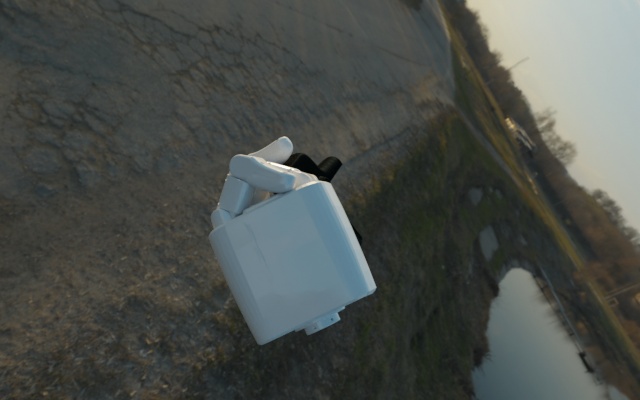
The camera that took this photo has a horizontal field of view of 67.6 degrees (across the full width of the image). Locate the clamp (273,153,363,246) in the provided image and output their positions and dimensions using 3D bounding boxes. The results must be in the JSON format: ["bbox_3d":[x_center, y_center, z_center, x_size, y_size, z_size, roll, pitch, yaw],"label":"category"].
[{"bbox_3d":[0.000,0.001,0.526,0.039,0.120,0.171,-27,-11,23],"label":"clamp"}]
